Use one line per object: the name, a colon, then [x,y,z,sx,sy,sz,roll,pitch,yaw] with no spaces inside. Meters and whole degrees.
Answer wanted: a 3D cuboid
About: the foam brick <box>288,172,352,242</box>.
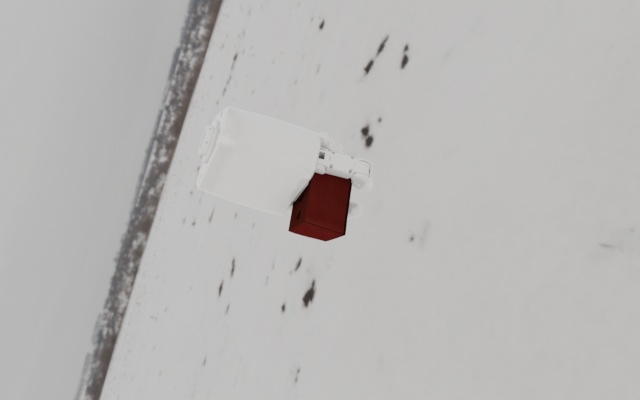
foam brick: [0.000,0.002,0.549,0.051,0.078,0.053,16,-21,-21]
